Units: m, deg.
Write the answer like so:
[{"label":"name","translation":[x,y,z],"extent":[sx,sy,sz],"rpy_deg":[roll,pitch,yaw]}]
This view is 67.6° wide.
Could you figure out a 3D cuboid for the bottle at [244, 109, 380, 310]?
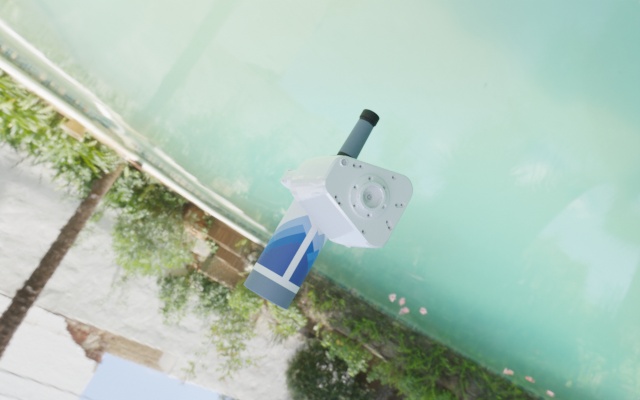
[{"label":"bottle","translation":[0.000,0.002,0.653],"extent":[0.069,0.295,0.069],"rpy_deg":[29,-10,6]}]
